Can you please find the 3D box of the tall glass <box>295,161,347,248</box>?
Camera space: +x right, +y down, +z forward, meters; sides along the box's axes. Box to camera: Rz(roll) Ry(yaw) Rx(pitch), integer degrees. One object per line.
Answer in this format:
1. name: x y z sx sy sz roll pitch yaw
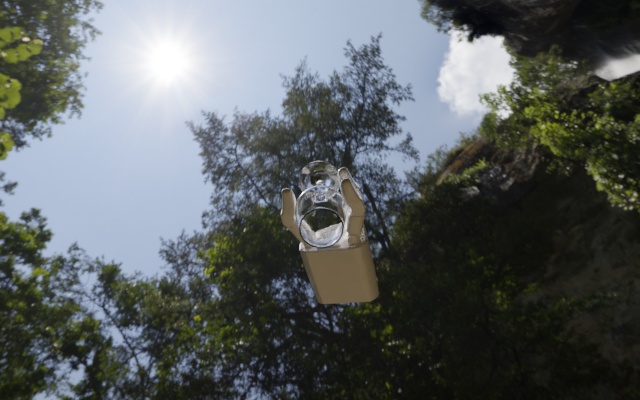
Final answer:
1. tall glass: 0.000 0.002 0.752 0.079 0.079 0.201 0 22 -1
